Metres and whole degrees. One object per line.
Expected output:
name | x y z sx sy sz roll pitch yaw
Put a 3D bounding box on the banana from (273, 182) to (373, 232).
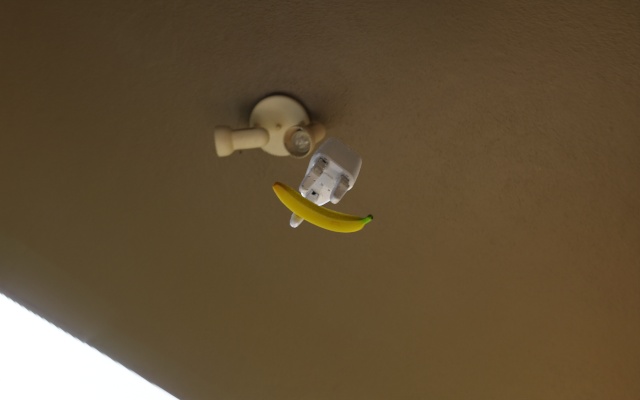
banana | 0.000 0.019 0.899 0.198 0.070 0.037 18 37 10
